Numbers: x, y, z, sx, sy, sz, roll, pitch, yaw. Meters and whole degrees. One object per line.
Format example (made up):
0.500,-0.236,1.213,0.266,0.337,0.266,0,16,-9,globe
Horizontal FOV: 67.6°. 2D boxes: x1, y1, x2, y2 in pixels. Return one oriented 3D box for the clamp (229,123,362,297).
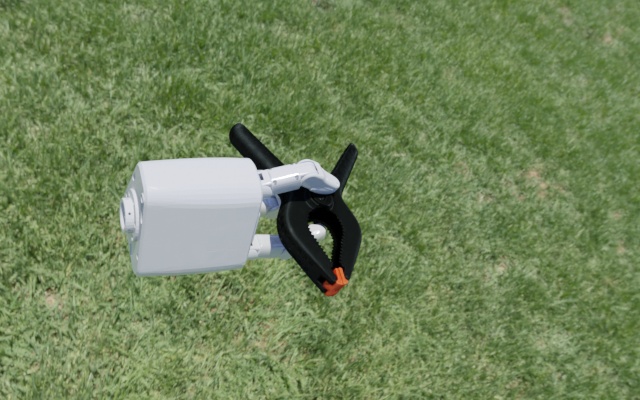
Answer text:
0.000,0.002,0.522,0.164,0.210,0.036,-2,-35,-33,clamp
